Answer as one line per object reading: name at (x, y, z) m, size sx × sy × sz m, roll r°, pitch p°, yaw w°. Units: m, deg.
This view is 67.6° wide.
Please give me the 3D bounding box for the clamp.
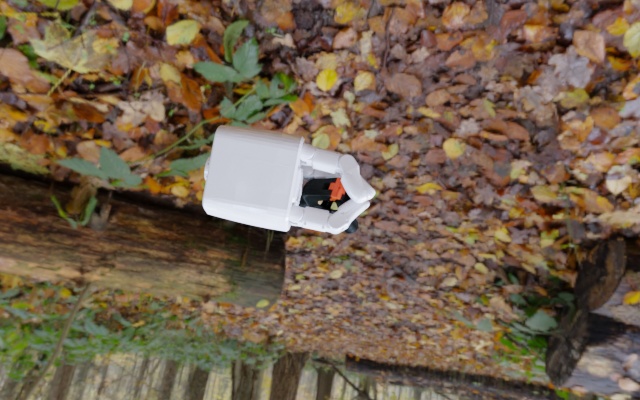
clamp at (0.000, 0.003, 0.660) m, size 0.120 × 0.039 × 0.171 m, roll 12°, pitch -19°, yaw 3°
